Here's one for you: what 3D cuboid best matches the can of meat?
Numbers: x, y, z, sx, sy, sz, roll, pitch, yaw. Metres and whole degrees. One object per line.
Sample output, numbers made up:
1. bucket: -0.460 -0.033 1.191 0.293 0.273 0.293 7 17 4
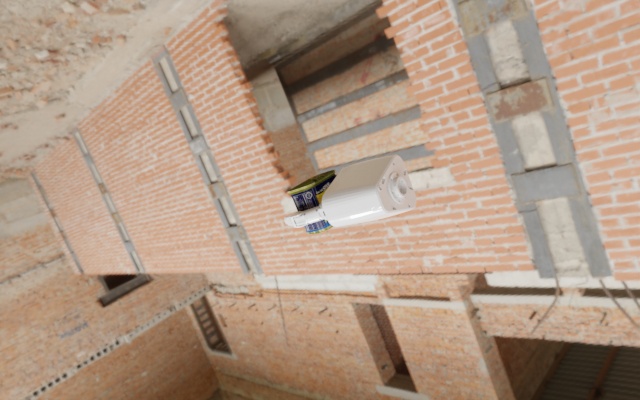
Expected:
1. can of meat: 0.000 0.003 0.834 0.057 0.084 0.102 -16 11 35
